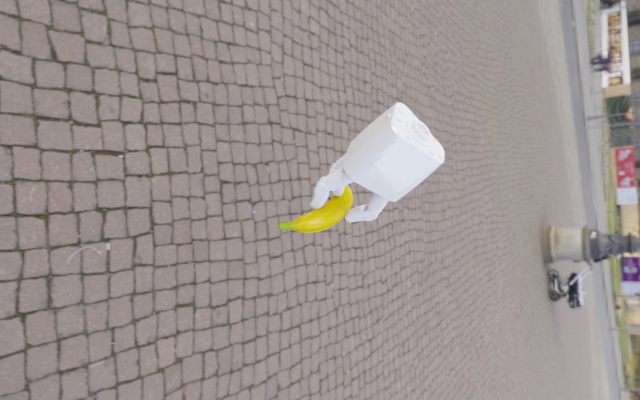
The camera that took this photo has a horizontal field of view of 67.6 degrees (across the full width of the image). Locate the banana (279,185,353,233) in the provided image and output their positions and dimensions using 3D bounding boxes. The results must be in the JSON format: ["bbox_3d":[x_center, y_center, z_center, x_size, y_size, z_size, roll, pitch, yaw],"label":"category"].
[{"bbox_3d":[0.014,0.012,0.819,0.069,0.037,0.197,27,32,23],"label":"banana"}]
